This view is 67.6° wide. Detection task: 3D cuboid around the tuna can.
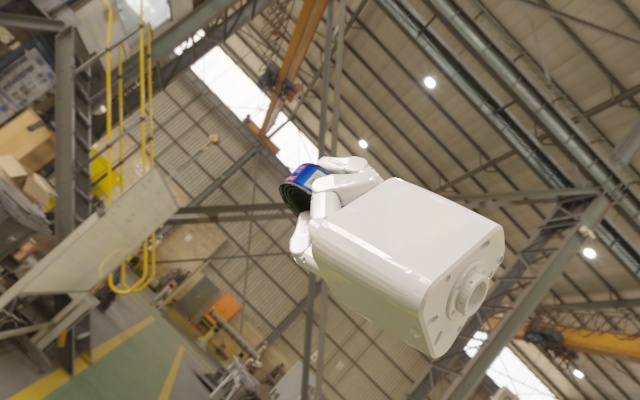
[{"bbox_3d":[0.000,0.001,0.496,0.086,0.033,0.086,35,-21,16],"label":"tuna can"}]
